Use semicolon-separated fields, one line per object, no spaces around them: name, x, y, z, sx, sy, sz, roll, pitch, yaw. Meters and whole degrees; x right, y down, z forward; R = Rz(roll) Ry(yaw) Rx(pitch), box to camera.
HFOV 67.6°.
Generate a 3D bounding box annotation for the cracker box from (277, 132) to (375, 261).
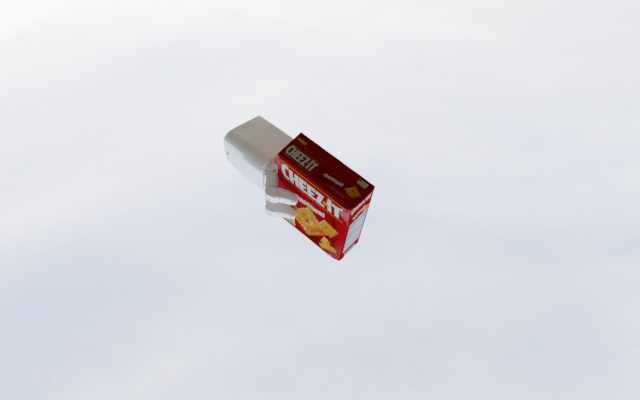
cracker box;0.000;0.003;0.869;0.164;0.072;0.214;37;-25;16
